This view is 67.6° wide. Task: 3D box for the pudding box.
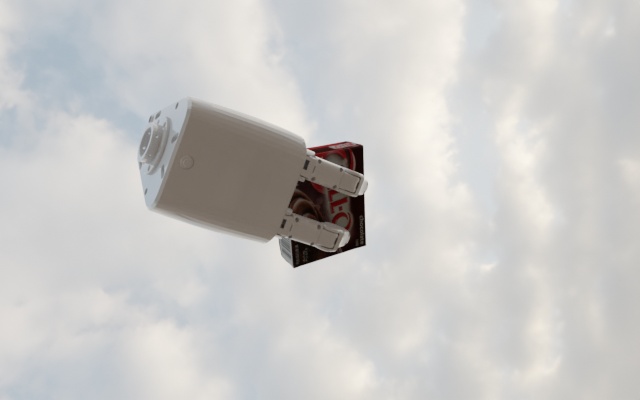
[{"bbox_3d":[0.000,0.002,0.485,0.090,0.113,0.039,-14,23,-27],"label":"pudding box"}]
